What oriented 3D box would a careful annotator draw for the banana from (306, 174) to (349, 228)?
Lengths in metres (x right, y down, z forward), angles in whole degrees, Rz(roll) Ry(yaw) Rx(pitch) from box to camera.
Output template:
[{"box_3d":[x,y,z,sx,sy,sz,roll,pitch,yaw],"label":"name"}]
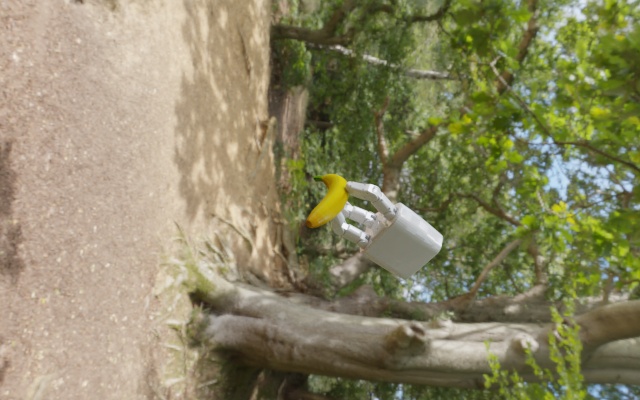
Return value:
[{"box_3d":[0.017,-0.005,0.842,0.069,0.037,0.197,-20,21,12],"label":"banana"}]
